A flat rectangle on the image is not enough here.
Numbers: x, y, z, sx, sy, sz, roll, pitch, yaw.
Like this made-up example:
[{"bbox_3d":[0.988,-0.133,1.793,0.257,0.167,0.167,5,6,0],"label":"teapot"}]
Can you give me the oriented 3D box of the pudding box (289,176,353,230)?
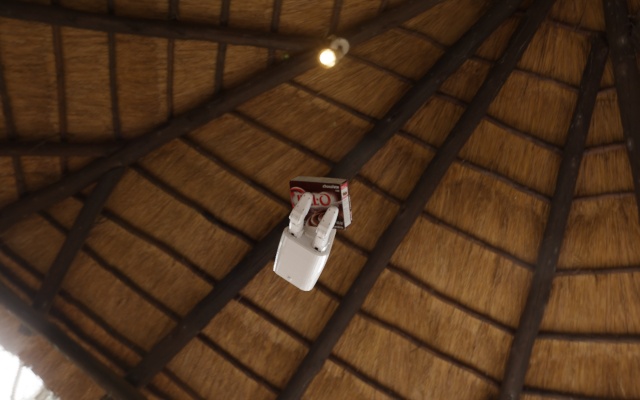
[{"bbox_3d":[0.000,0.003,0.891,0.113,0.090,0.039,4,23,27],"label":"pudding box"}]
